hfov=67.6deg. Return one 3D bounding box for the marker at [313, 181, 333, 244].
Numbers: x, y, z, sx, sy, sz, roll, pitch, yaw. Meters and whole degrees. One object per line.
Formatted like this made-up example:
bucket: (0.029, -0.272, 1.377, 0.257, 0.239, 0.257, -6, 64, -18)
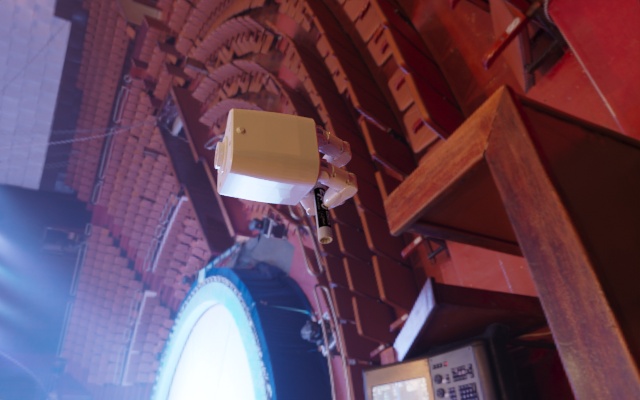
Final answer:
marker: (0.000, 0.002, 0.642, 0.020, 0.121, 0.020, -5, -36, -4)
